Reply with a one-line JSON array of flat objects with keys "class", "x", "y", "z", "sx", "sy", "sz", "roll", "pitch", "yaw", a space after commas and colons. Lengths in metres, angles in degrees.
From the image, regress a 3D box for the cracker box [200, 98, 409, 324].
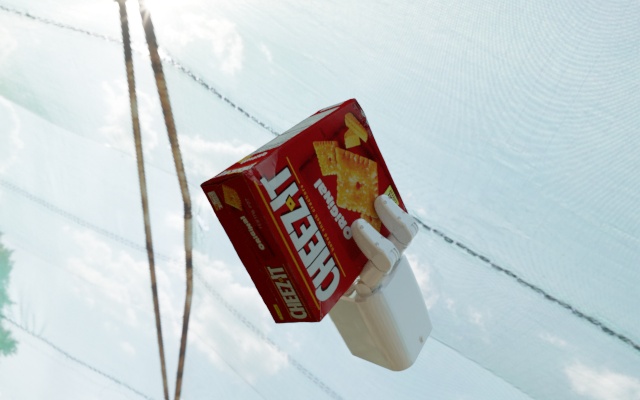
[{"class": "cracker box", "x": 0.000, "y": 0.002, "z": 0.518, "sx": 0.072, "sy": 0.164, "sz": 0.213, "roll": -13, "pitch": 19, "yaw": 40}]
